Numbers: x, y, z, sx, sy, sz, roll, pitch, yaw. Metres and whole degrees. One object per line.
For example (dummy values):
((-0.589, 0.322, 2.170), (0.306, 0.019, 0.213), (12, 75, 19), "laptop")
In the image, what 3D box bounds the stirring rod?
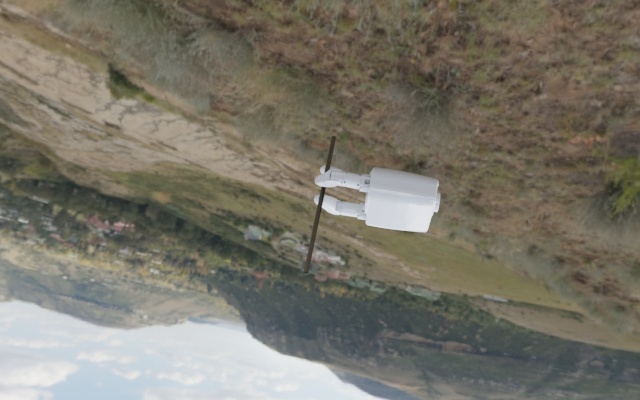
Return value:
((0.000, 0.003, 0.797), (0.011, 0.239, 0.011), (11, -16, 3), "stirring rod")
